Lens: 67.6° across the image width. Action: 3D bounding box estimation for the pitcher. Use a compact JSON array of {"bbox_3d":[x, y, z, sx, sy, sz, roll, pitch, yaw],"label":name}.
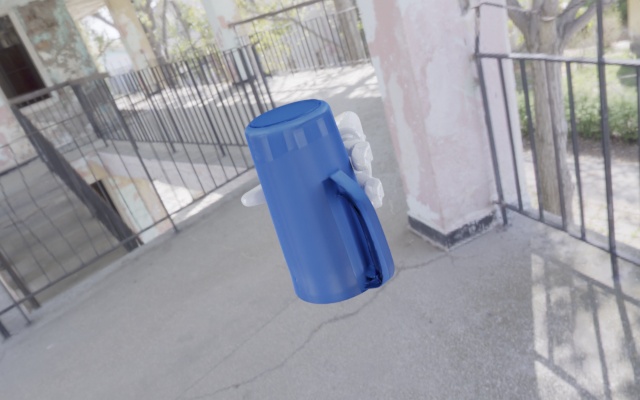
[{"bbox_3d":[0.000,0.002,0.607,0.149,0.243,0.145,-14,23,12],"label":"pitcher"}]
